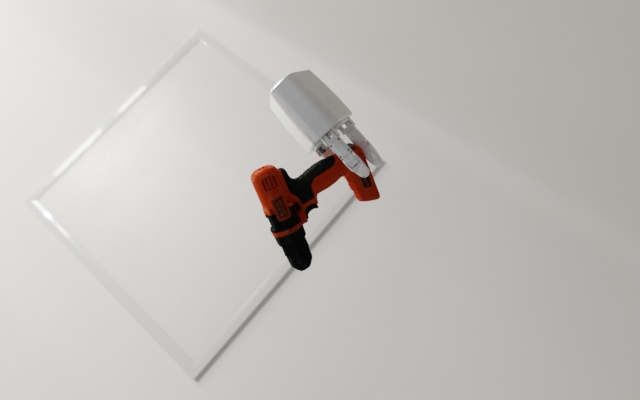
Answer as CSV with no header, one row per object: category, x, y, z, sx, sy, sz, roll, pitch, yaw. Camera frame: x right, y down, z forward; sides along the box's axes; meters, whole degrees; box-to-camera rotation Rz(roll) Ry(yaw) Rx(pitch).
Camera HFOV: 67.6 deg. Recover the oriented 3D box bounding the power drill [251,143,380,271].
power drill,0.000,0.002,0.782,0.187,0.184,0.057,-26,17,-13
